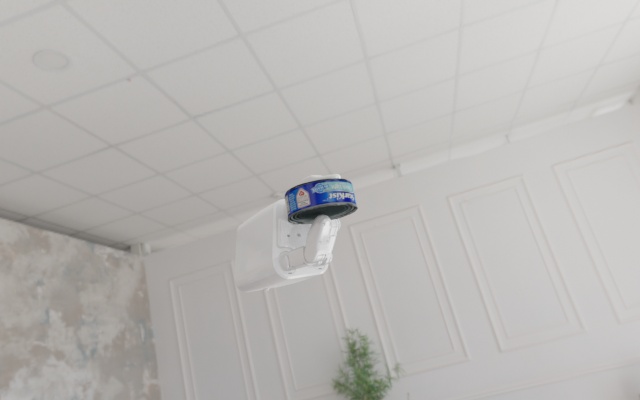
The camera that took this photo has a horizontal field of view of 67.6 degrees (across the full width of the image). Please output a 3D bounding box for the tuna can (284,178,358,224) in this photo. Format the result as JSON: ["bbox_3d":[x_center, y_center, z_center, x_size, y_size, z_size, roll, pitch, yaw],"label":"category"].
[{"bbox_3d":[0.000,0.001,0.578,0.086,0.033,0.086,-10,-14,-2],"label":"tuna can"}]
